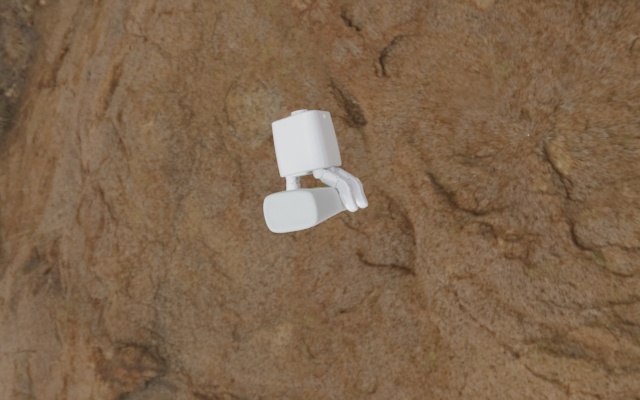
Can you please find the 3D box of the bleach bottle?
[{"bbox_3d":[0.000,0.003,0.889,0.102,0.068,0.251,-9,3,24],"label":"bleach bottle"}]
